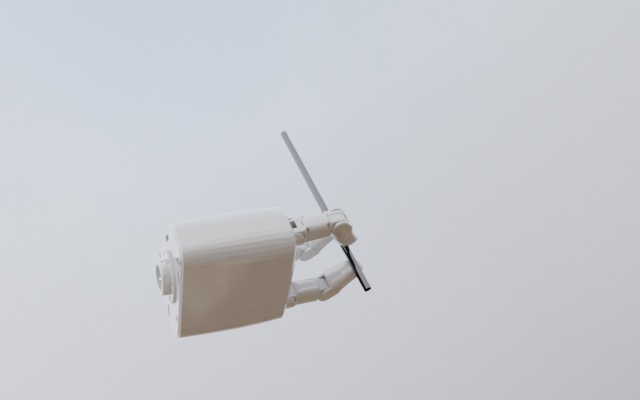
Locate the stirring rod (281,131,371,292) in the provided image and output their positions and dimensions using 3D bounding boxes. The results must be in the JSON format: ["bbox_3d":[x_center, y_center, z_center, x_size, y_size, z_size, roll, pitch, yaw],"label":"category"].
[{"bbox_3d":[0.000,0.002,0.548,0.011,0.239,0.011,-19,-35,-14],"label":"stirring rod"}]
